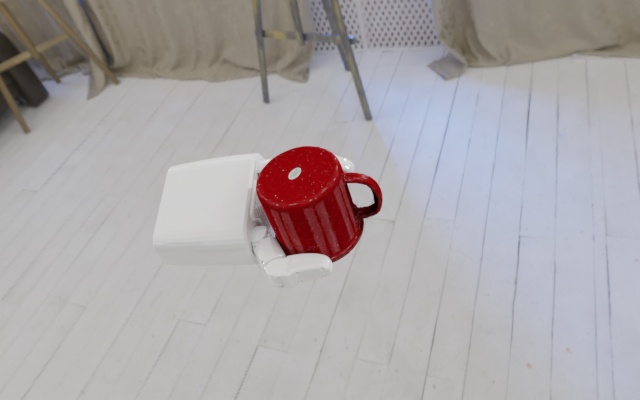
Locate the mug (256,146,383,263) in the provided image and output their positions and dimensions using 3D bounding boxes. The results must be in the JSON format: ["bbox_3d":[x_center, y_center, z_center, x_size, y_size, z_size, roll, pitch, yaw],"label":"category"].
[{"bbox_3d":[0.001,0.001,0.453,0.117,0.093,0.082,-7,-44,13],"label":"mug"}]
